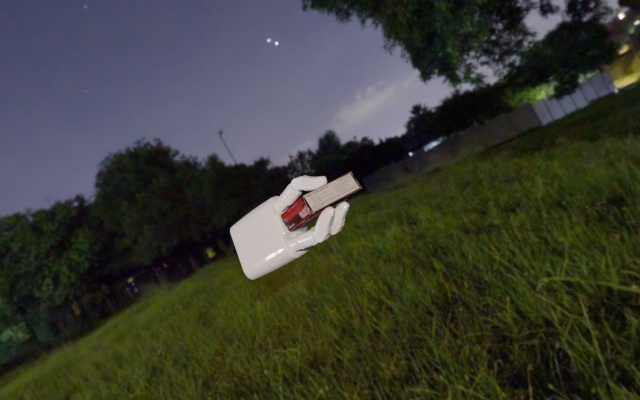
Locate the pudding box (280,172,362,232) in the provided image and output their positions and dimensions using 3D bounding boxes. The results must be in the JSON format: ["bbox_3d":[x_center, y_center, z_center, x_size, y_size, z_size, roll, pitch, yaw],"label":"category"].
[{"bbox_3d":[0.000,0.002,0.790,0.113,0.039,0.090,-30,-4,-35],"label":"pudding box"}]
